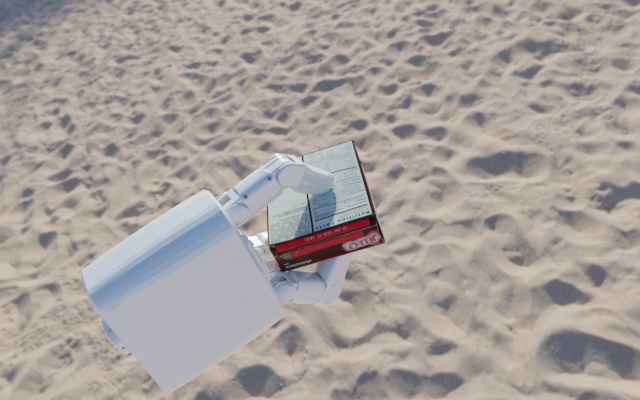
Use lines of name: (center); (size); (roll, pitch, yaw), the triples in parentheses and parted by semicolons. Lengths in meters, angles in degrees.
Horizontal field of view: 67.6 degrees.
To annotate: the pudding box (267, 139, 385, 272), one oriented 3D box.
pudding box: (0.000, 0.001, 0.417); (0.090, 0.039, 0.113); (-16, 41, 6)
